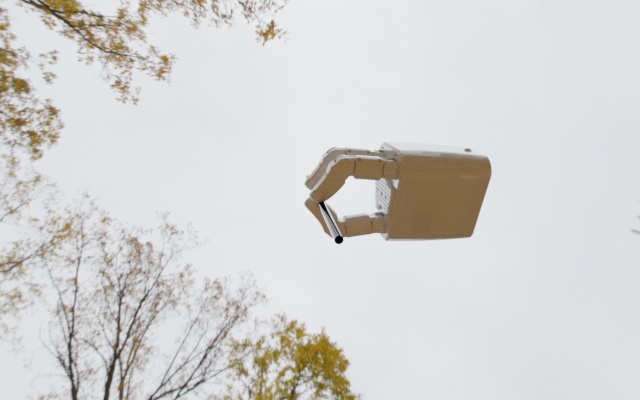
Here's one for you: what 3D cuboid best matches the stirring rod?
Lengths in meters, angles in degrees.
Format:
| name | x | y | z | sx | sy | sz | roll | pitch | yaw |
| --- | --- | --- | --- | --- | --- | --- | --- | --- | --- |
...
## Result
| name | x | y | z | sx | sy | sz | roll | pitch | yaw |
| --- | --- | --- | --- | --- | --- | --- | --- | --- | --- |
| stirring rod | 0.000 | 0.002 | 0.521 | 0.011 | 0.011 | 0.239 | 0 | 15 | -8 |
